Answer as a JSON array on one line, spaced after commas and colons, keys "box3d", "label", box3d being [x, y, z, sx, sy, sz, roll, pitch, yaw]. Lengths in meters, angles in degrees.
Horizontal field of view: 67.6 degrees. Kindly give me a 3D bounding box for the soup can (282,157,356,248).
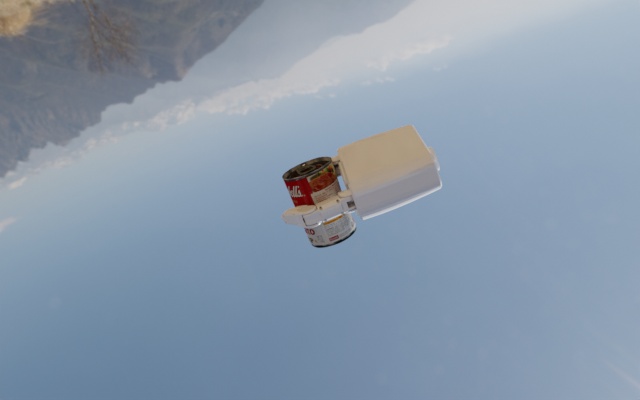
[{"box3d": [0.000, 0.003, 0.627, 0.068, 0.102, 0.068, -20, 18, 7], "label": "soup can"}]
